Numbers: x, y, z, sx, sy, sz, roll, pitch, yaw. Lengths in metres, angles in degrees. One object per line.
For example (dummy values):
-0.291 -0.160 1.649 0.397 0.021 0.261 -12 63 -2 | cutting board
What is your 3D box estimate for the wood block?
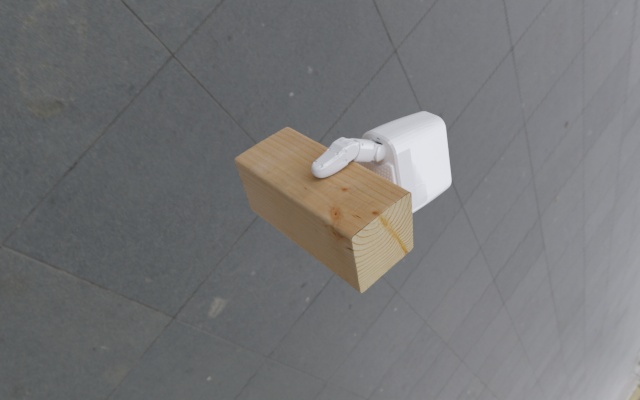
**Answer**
0.000 0.001 0.564 0.090 0.091 0.206 -36 46 -25 | wood block
